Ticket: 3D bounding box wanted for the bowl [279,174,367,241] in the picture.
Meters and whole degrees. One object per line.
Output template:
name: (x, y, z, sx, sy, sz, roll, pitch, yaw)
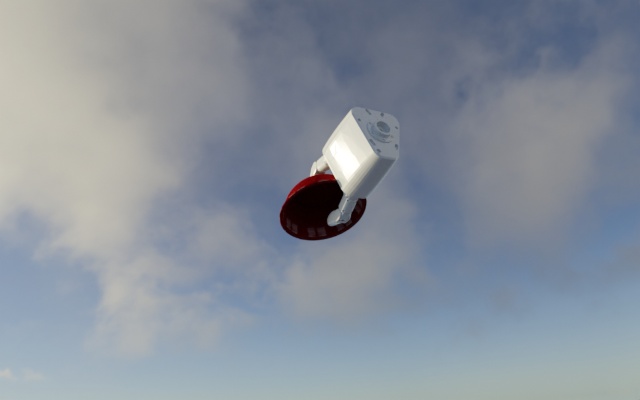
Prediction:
bowl: (-0.001, 0.003, 0.879, 0.162, 0.055, 0.162, -10, -42, -9)
